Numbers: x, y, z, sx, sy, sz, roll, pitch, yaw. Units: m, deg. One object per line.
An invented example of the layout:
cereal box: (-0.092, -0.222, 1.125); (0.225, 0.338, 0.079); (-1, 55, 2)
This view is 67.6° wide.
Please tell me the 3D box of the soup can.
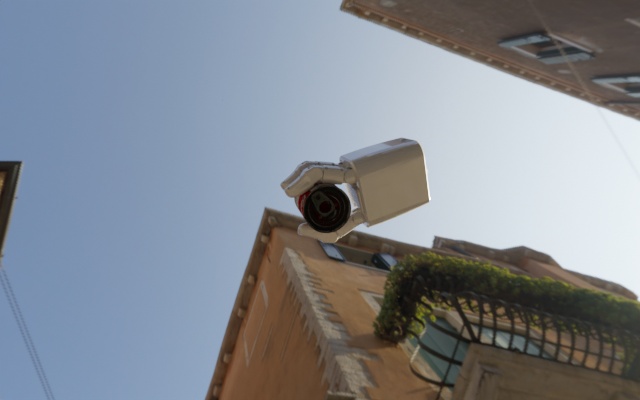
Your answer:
soup can: (0.000, 0.003, 0.707); (0.068, 0.068, 0.102); (0, 12, -11)
